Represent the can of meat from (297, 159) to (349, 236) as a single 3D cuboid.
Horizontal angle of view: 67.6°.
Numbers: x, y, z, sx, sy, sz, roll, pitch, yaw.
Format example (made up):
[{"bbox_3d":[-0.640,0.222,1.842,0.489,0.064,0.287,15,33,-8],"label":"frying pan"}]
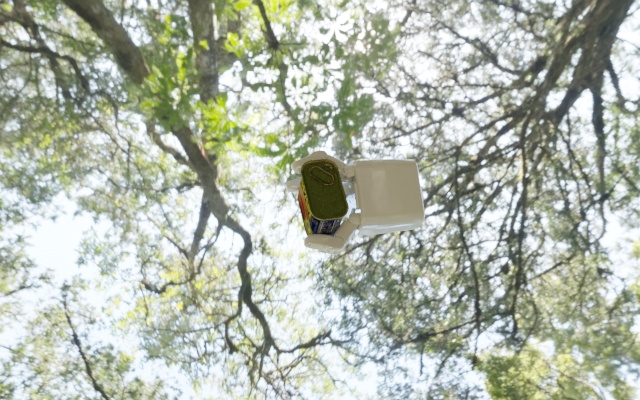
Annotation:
[{"bbox_3d":[0.000,0.003,0.731,0.057,0.102,0.084,-8,-28,-13],"label":"can of meat"}]
